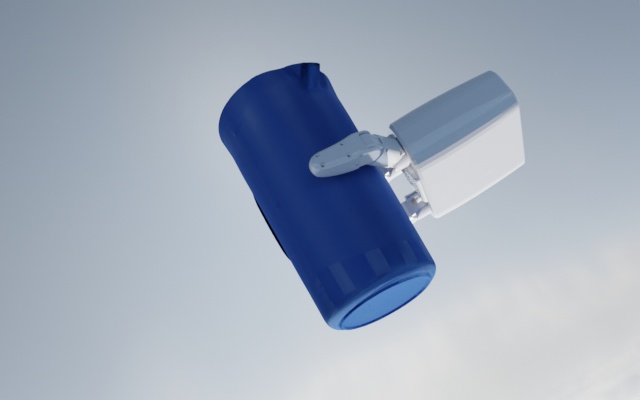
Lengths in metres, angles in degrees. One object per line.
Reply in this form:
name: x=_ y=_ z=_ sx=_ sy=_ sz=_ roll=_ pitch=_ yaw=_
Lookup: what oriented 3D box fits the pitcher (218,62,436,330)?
pitcher: x=0.000 y=0.001 z=0.470 sx=0.145 sy=0.242 sz=0.149 roll=-31 pitch=-27 yaw=4
